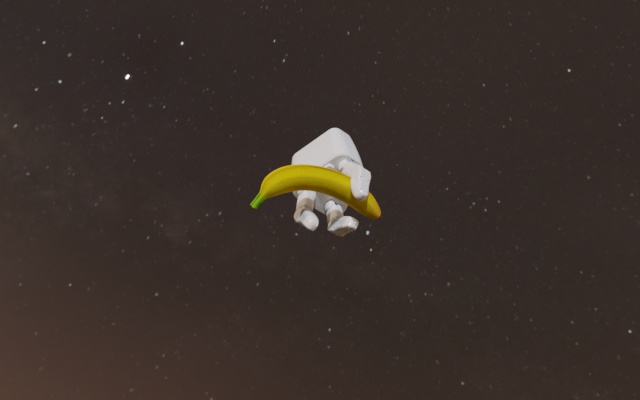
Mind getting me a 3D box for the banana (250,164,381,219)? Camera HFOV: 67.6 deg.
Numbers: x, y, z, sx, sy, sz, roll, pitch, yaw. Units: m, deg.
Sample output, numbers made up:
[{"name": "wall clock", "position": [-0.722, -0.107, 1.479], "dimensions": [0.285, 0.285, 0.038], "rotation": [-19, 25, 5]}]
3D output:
[{"name": "banana", "position": [0.001, -0.015, 0.685], "dimensions": [0.198, 0.070, 0.037], "rotation": [6, 21, -17]}]
